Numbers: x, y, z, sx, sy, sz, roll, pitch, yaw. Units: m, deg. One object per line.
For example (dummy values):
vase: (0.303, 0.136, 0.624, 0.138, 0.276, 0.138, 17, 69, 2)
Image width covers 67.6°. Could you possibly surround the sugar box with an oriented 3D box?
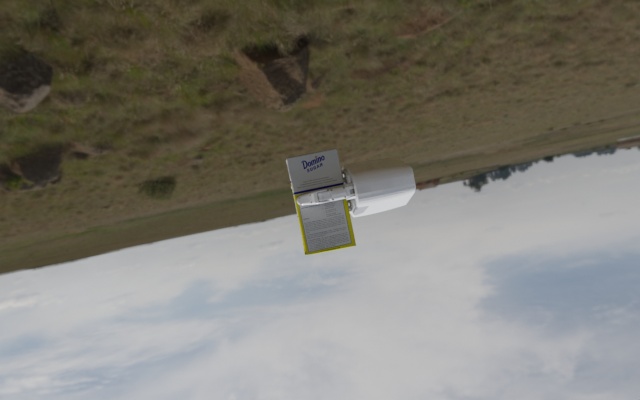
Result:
sugar box: (0.000, 0.003, 0.852, 0.093, 0.176, 0.048, -11, 0, -5)
